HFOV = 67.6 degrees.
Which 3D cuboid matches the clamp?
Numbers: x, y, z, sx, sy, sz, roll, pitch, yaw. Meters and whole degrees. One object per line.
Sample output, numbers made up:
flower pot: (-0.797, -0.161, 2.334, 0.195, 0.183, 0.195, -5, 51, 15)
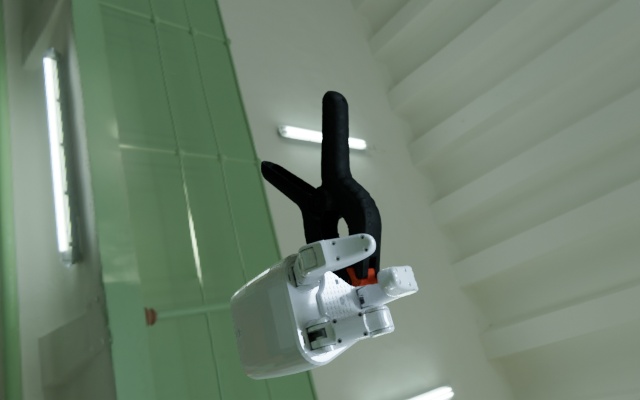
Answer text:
clamp: (0.001, 0.002, 0.433, 0.039, 0.171, 0.120, 1, -25, -39)
